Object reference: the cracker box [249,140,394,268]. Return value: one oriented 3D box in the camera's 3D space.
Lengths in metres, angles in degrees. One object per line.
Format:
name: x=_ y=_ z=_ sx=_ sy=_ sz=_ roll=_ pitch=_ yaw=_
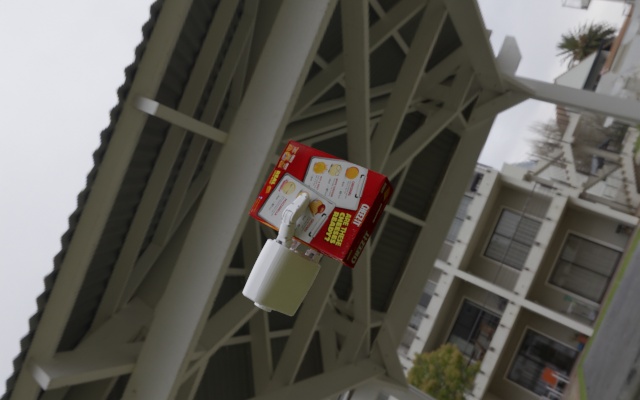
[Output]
cracker box: x=0.000 y=0.003 z=0.866 sx=0.213 sy=0.164 sz=0.072 roll=24 pitch=-9 yaw=28
